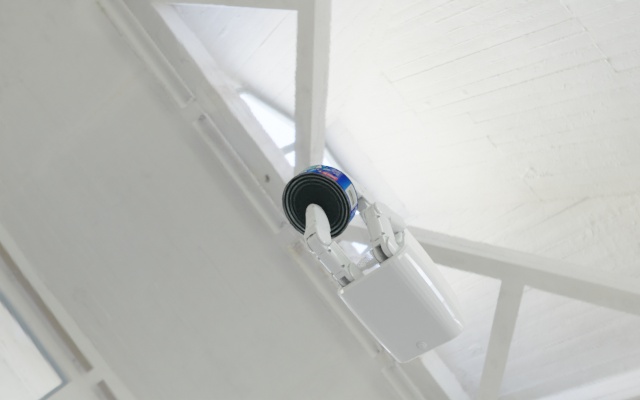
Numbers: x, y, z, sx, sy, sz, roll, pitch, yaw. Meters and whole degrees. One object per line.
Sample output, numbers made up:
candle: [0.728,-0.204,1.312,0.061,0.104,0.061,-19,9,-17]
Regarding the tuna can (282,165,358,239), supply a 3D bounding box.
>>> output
tuna can: [0.000,0.002,0.564,0.086,0.086,0.033,0,23,24]
